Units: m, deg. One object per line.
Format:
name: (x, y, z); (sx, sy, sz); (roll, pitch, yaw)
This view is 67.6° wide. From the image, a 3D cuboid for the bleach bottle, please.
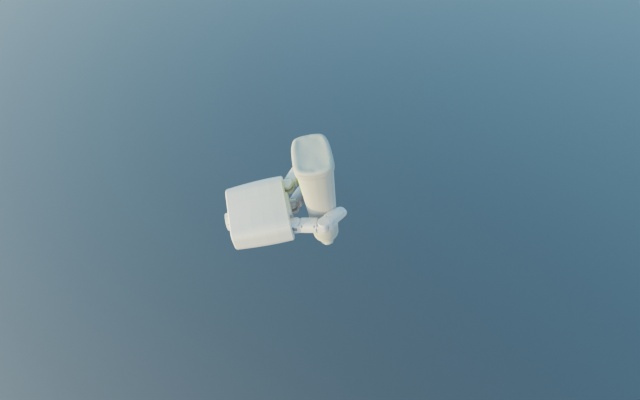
bleach bottle: (0.000, 0.003, 0.874); (0.068, 0.102, 0.251); (-10, -42, 0)
